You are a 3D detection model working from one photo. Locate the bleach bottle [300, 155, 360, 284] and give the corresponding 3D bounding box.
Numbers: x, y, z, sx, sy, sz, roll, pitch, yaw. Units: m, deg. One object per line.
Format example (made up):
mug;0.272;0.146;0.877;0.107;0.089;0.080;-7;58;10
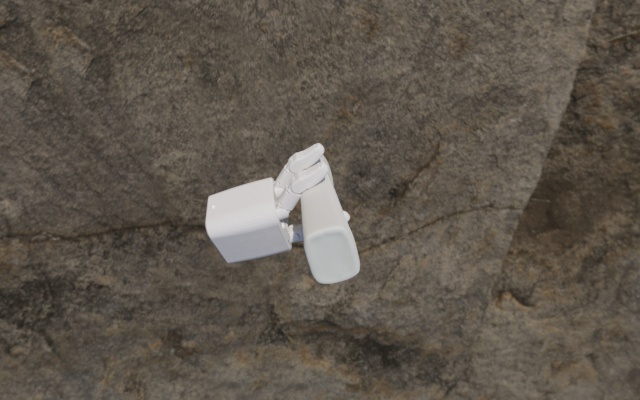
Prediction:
bleach bottle;0.000;0.002;0.725;0.068;0.103;0.250;-15;36;2
